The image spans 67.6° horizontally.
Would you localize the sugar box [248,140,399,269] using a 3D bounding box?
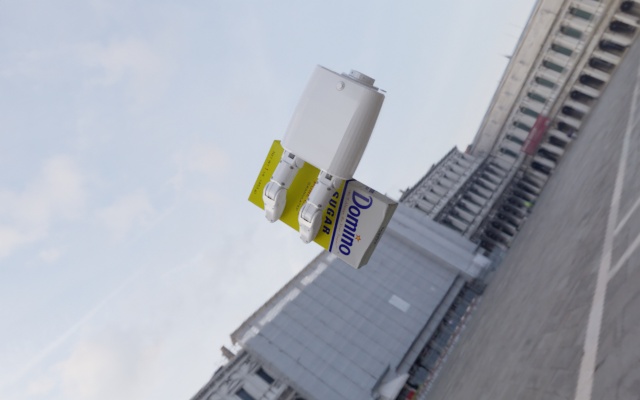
[{"bbox_3d":[0.000,0.002,0.612,0.176,0.093,0.048,30,15,21],"label":"sugar box"}]
